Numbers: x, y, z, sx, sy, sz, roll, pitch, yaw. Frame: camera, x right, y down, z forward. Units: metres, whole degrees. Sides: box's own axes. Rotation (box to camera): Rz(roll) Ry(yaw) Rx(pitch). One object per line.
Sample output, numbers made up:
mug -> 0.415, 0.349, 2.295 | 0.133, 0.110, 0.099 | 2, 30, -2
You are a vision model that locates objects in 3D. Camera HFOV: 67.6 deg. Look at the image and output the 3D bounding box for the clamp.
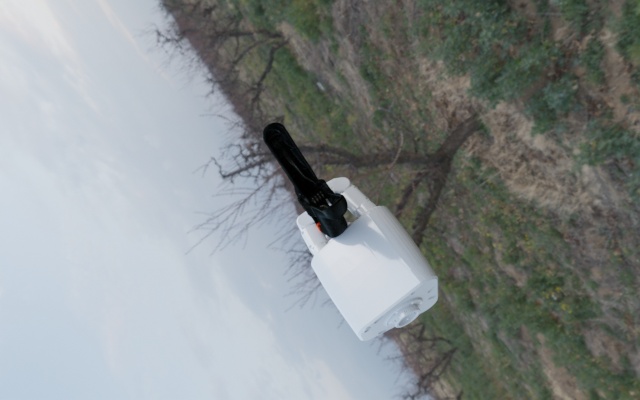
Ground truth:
clamp -> 0.000, 0.002, 0.506 | 0.039, 0.120, 0.171 | -33, -33, -1
